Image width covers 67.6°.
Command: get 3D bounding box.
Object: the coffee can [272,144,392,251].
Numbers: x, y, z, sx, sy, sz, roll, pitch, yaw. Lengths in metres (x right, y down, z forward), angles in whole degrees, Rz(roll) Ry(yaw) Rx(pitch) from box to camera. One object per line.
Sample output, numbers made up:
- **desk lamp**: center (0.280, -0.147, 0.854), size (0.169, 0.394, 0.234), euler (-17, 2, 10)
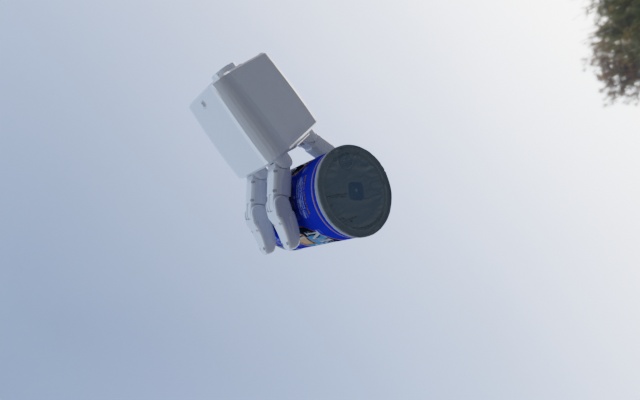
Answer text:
- **coffee can**: center (0.000, 0.002, 0.569), size (0.103, 0.103, 0.140), euler (0, -11, -35)
